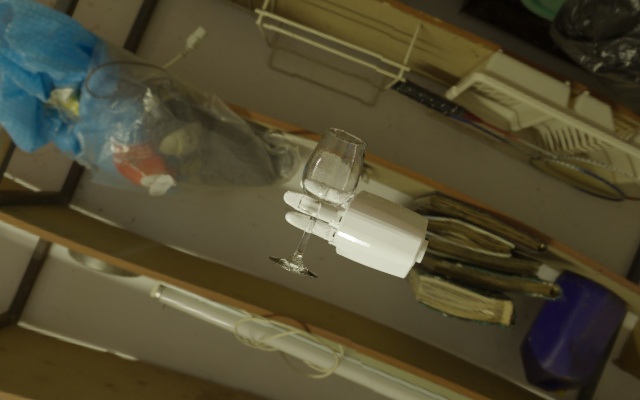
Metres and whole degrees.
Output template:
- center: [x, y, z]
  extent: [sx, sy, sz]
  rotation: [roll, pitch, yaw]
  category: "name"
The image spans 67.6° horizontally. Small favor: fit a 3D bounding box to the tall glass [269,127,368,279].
- center: [0.000, 0.003, 0.666]
  extent: [0.079, 0.201, 0.079]
  rotation: [22, 0, 0]
  category: "tall glass"
